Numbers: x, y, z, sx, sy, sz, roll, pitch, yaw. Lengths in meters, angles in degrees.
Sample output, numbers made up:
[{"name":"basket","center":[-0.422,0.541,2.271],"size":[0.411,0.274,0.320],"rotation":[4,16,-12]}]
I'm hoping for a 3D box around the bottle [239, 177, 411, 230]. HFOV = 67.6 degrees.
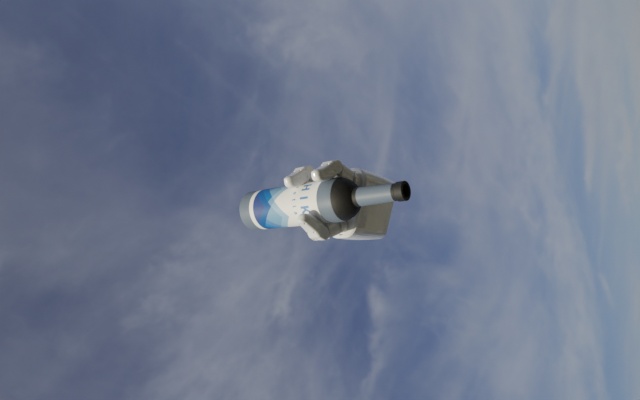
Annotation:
[{"name":"bottle","center":[0.000,0.002,0.730],"size":[0.296,0.069,0.069],"rotation":[-8,-5,38]}]
